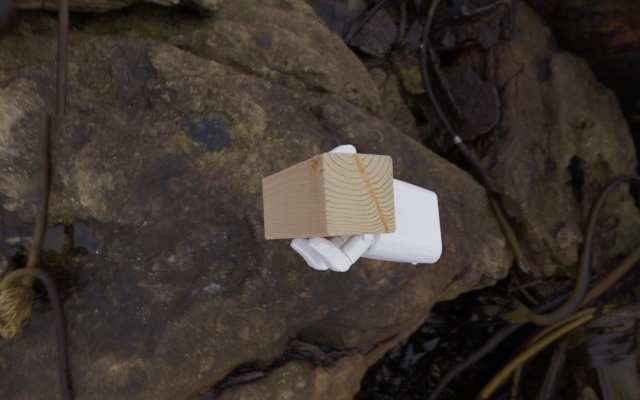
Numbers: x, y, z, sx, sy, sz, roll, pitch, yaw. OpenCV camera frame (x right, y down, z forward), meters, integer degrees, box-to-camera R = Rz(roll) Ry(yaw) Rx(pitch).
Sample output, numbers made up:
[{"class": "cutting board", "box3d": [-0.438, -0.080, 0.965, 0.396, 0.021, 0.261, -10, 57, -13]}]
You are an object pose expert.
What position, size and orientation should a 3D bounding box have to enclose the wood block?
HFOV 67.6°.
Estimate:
[{"class": "wood block", "box3d": [0.001, 0.002, 0.615, 0.090, 0.091, 0.206, 0, -5, -25]}]
